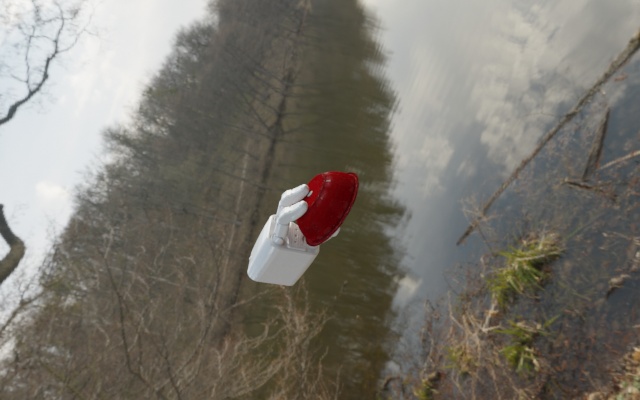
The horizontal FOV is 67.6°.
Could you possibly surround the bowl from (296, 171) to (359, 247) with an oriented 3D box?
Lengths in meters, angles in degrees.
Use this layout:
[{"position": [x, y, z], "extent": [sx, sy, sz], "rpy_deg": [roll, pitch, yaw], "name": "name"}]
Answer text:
[{"position": [0.001, 0.002, 0.892], "extent": [0.055, 0.162, 0.162], "rpy_deg": [33, -13, -20], "name": "bowl"}]
